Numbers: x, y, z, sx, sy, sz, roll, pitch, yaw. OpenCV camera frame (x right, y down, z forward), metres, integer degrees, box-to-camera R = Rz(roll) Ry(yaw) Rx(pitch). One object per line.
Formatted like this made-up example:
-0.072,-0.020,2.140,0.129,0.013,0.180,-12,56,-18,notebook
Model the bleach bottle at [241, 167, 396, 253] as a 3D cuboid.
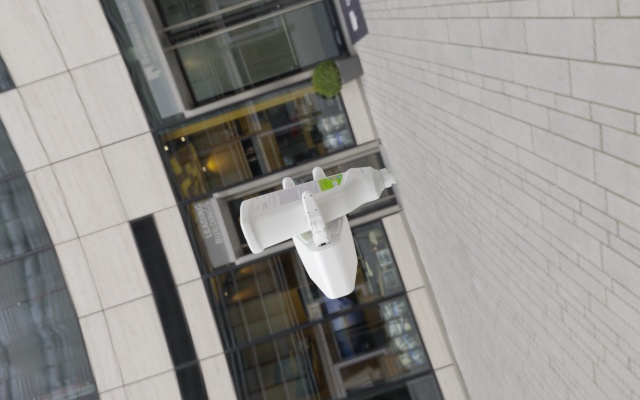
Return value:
0.000,0.002,0.770,0.251,0.068,0.102,-18,27,0,bleach bottle
